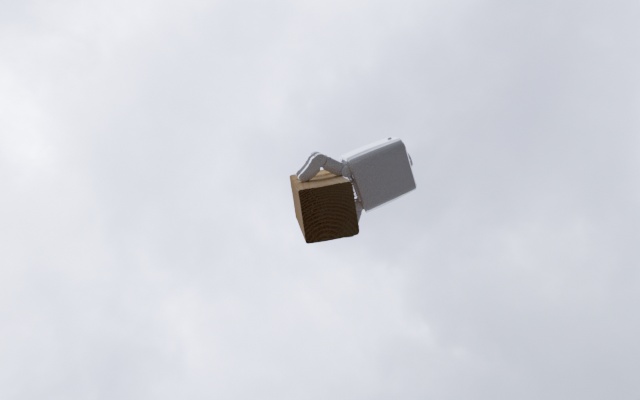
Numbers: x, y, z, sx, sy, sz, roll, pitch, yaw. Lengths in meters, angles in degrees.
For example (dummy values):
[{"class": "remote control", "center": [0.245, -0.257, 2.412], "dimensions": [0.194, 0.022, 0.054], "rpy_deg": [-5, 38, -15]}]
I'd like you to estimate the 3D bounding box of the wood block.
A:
[{"class": "wood block", "center": [0.001, 0.003, 0.855], "dimensions": [0.090, 0.091, 0.206], "rpy_deg": [-10, 10, -6]}]
